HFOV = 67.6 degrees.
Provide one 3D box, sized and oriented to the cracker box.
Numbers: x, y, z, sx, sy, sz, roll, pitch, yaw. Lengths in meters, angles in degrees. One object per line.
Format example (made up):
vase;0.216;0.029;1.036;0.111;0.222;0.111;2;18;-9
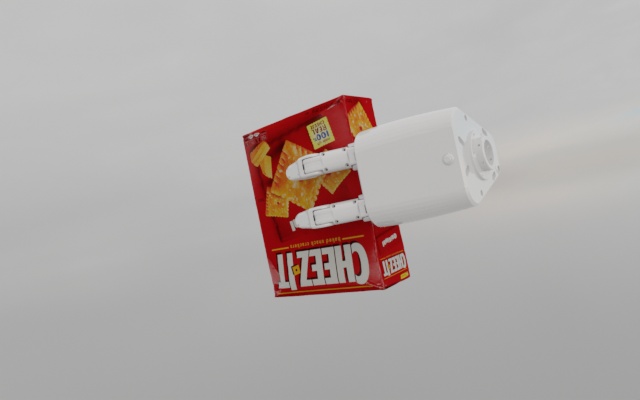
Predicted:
cracker box;0.000;0.002;0.572;0.164;0.213;0.072;-13;-2;37
